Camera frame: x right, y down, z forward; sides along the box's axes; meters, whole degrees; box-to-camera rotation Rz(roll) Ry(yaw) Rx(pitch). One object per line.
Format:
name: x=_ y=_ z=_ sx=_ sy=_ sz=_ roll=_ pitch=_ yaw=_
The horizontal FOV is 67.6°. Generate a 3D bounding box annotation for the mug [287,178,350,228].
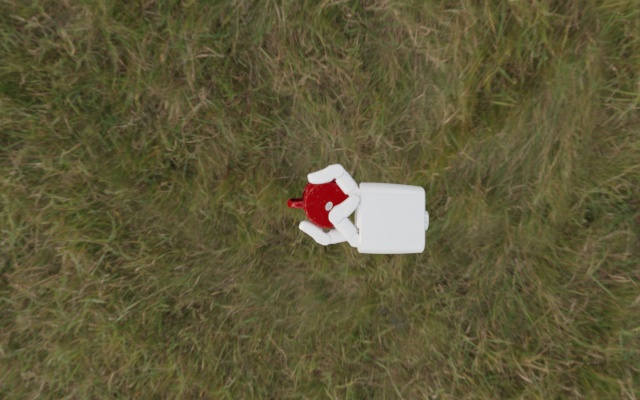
mug: x=-0.001 y=0.003 z=0.837 sx=0.117 sy=0.093 sz=0.081 roll=1 pitch=7 yaw=0
